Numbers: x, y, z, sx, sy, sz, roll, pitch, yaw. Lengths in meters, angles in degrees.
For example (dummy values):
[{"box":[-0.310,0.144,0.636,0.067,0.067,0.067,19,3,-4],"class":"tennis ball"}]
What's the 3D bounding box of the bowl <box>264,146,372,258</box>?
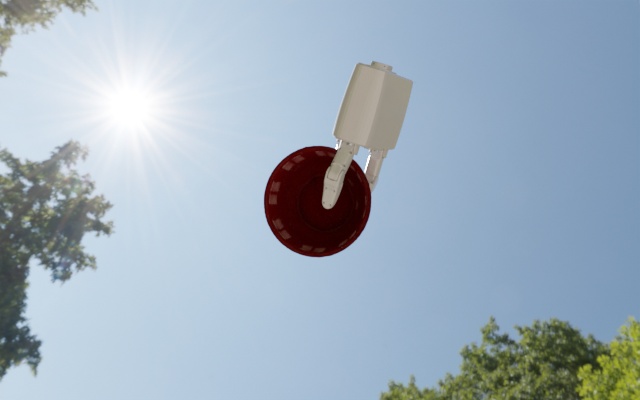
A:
[{"box":[-0.001,0.003,0.710,0.162,0.162,0.055,0,-3,16],"class":"bowl"}]
